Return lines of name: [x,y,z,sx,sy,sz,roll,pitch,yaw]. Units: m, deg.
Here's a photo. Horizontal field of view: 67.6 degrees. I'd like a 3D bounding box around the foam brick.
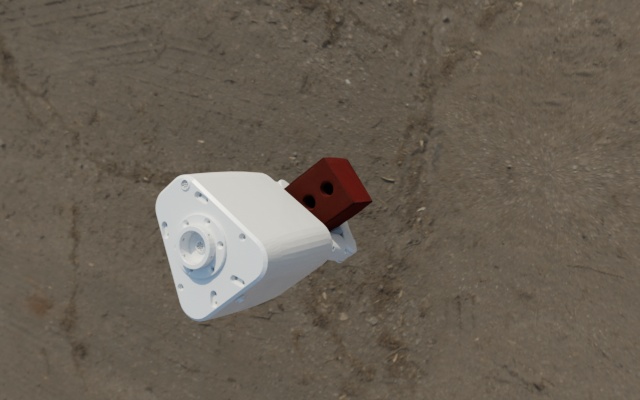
foam brick: [0.000,0.001,0.461,0.078,0.053,0.051,-38,-15,22]
